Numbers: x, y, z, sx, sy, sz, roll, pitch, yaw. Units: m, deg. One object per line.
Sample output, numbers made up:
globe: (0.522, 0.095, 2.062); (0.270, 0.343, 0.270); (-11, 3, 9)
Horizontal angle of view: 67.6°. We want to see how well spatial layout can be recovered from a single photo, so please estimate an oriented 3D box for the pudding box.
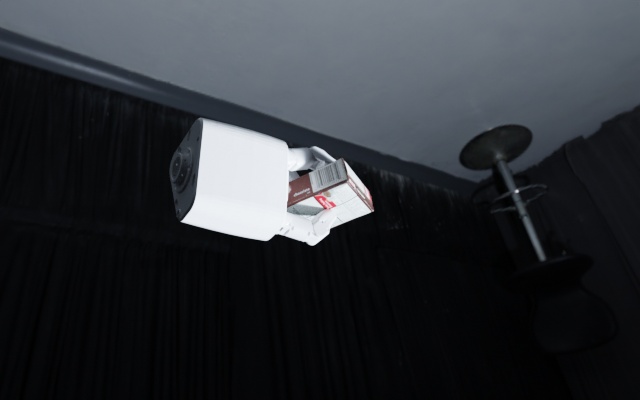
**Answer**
pudding box: (0.000, 0.002, 0.616); (0.113, 0.039, 0.090); (-22, -34, 17)
